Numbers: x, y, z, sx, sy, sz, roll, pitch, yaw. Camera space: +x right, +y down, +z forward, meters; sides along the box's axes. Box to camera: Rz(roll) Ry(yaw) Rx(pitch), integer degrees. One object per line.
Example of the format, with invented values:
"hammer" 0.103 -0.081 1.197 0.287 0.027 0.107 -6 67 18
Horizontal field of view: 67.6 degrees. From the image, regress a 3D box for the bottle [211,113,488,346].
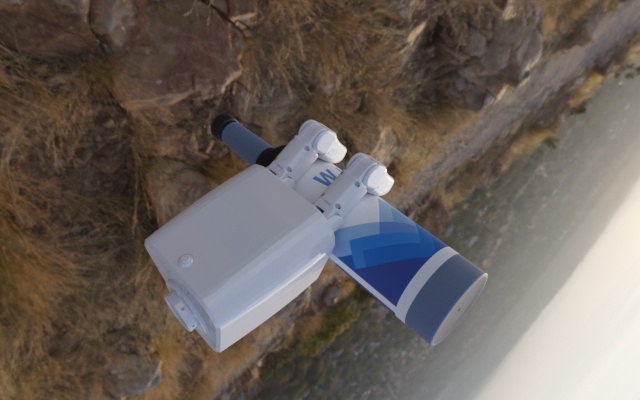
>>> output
"bottle" 0.000 0.001 0.419 0.295 0.069 0.069 38 20 29
